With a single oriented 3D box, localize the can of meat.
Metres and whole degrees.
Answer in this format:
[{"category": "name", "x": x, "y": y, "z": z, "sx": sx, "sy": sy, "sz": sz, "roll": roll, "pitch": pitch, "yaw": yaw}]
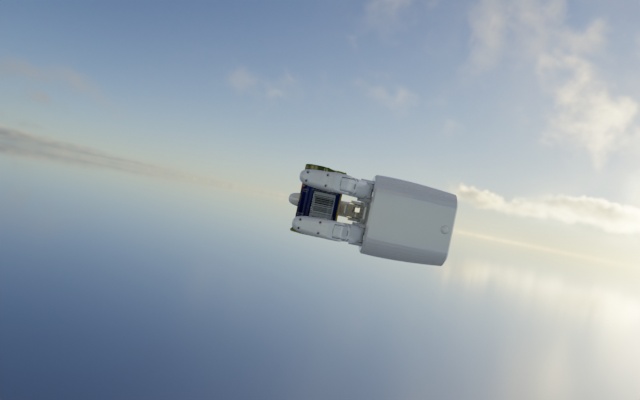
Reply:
[{"category": "can of meat", "x": 0.000, "y": 0.002, "z": 0.608, "sx": 0.057, "sy": 0.084, "sz": 0.102, "roll": 12, "pitch": 0, "yaw": 2}]
